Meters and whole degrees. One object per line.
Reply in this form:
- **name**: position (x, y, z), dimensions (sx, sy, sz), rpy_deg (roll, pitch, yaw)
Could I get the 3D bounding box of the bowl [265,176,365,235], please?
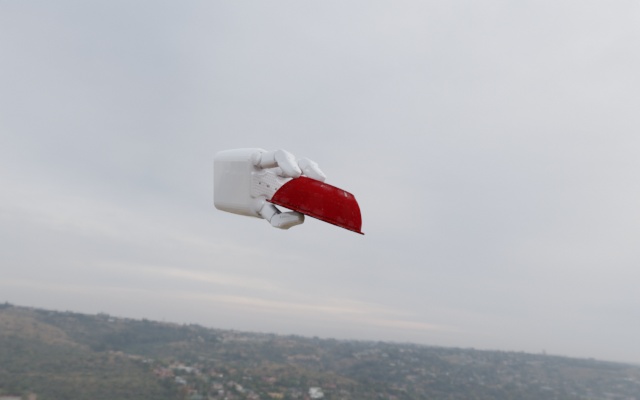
- **bowl**: position (0.001, 0.002, 0.736), dimensions (0.162, 0.055, 0.162), rpy_deg (20, -2, 1)
